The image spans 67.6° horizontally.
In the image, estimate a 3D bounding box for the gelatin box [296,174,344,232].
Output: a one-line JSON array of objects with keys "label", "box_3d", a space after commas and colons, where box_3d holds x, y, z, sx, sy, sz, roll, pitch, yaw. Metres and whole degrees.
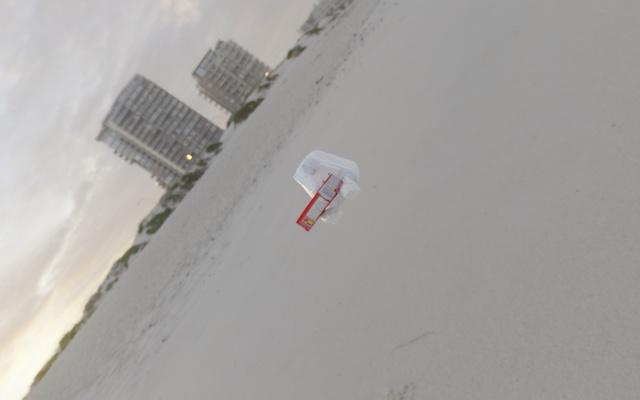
[{"label": "gelatin box", "box_3d": [0.000, 0.003, 0.810, 0.030, 0.073, 0.089, 36, 29, 0]}]
